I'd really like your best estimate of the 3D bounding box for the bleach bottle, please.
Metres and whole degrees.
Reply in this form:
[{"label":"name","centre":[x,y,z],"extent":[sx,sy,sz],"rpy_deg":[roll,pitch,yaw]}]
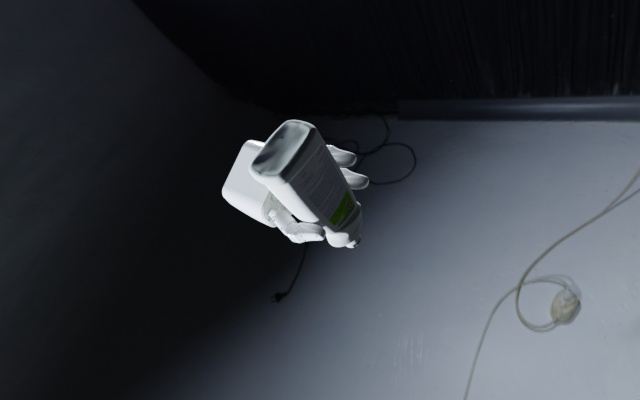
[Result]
[{"label":"bleach bottle","centre":[0.000,0.002,0.692],"extent":[0.068,0.102,0.251],"rpy_deg":[21,-22,38]}]
